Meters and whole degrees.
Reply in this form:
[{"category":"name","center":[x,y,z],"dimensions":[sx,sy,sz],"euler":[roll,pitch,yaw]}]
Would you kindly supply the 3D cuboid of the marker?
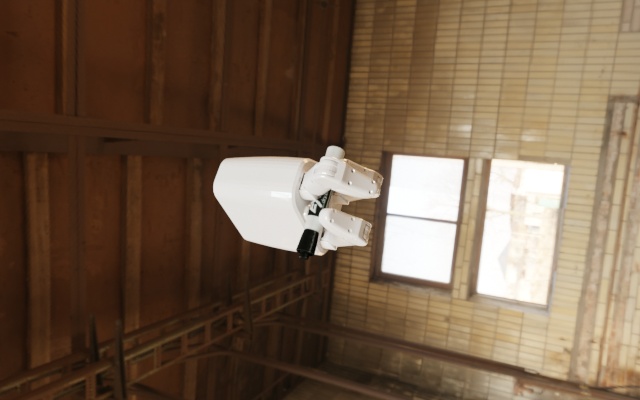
[{"category":"marker","center":[0.000,0.002,0.479],"dimensions":[0.020,0.121,0.020],"euler":[15,-20,6]}]
